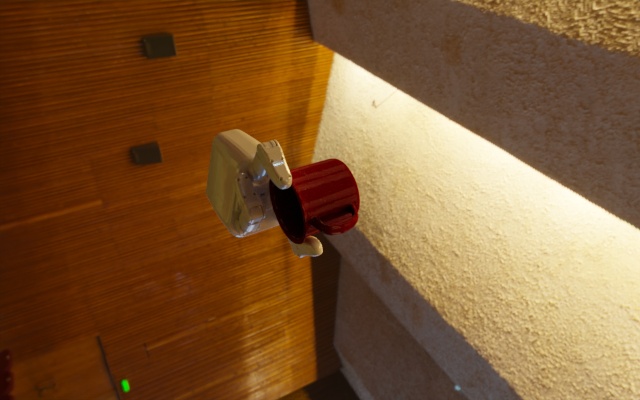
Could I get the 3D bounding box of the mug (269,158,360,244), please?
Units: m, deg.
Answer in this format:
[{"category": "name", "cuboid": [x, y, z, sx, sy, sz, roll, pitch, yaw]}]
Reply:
[{"category": "mug", "cuboid": [0.001, 0.002, 0.571, 0.081, 0.093, 0.117, -19, 36, -25]}]
